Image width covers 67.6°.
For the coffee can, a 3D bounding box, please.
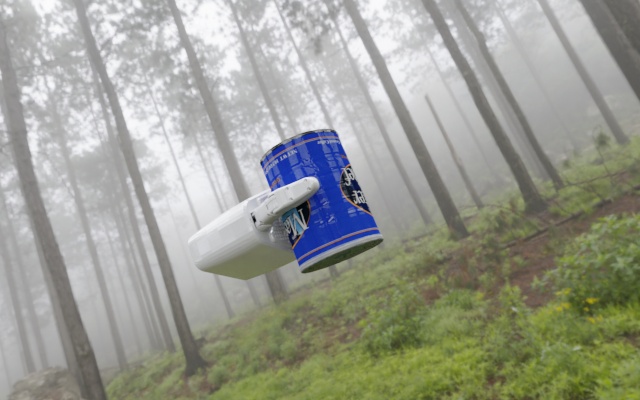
[{"bbox_3d":[0.000,0.002,0.563,0.103,0.140,0.103,-21,-13,-5],"label":"coffee can"}]
